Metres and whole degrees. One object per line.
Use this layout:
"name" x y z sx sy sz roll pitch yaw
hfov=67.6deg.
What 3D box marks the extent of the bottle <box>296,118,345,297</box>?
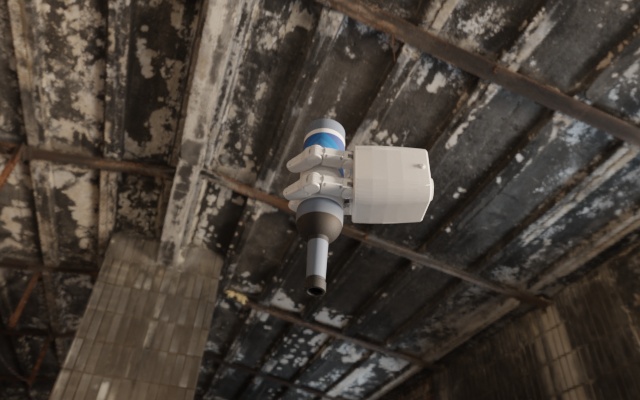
"bottle" 0.000 0.002 0.694 0.069 0.295 0.069 2 -40 2
